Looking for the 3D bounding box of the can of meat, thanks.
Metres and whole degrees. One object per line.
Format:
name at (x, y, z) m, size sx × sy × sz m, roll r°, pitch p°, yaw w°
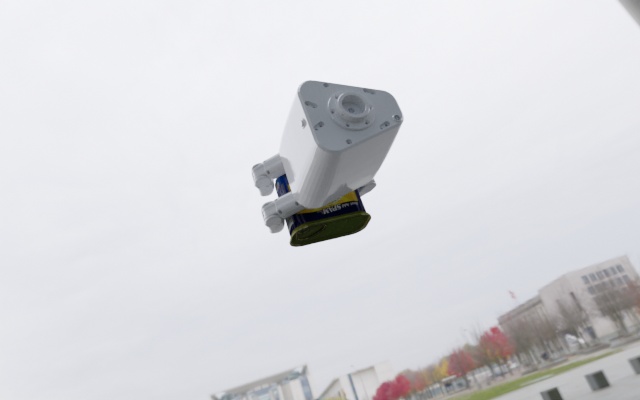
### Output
can of meat at (0.000, 0.002, 0.595) m, size 0.102 × 0.084 × 0.057 m, roll -12°, pitch -25°, yaw -16°
